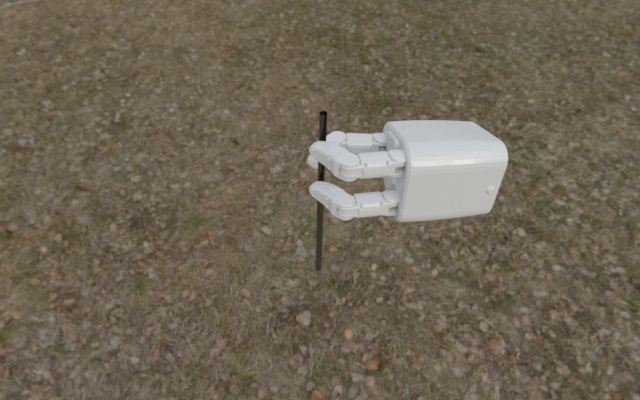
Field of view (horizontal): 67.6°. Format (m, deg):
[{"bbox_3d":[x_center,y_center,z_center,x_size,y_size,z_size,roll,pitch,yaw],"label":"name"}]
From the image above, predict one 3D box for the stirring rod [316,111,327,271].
[{"bbox_3d":[0.000,0.002,0.560,0.011,0.240,0.011,1,42,-1],"label":"stirring rod"}]
